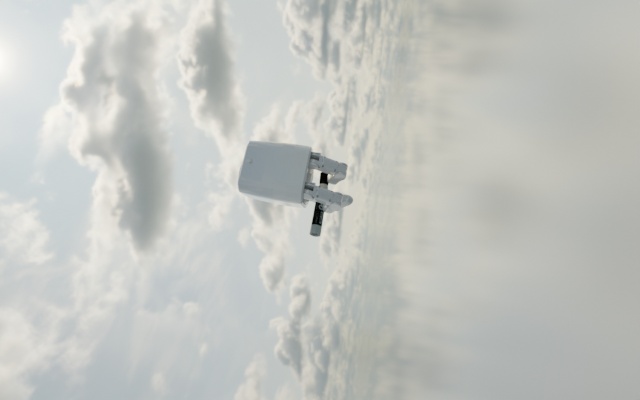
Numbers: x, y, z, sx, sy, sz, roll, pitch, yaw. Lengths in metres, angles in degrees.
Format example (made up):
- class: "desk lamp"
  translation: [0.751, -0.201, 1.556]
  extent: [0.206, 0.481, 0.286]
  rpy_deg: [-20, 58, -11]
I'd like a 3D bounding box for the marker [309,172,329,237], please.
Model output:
- class: "marker"
  translation: [0.000, 0.003, 0.815]
  extent: [0.020, 0.121, 0.020]
  rpy_deg: [8, -24, 4]
